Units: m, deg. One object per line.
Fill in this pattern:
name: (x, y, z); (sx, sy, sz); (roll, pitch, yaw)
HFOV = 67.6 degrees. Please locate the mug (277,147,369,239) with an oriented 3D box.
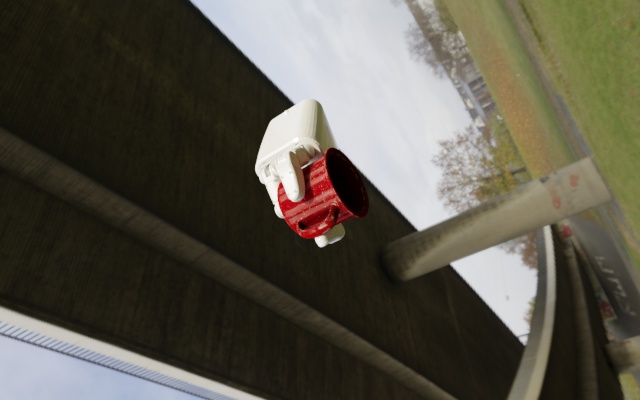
mug: (0.000, 0.003, 0.579); (0.081, 0.117, 0.093); (-27, -57, 26)
